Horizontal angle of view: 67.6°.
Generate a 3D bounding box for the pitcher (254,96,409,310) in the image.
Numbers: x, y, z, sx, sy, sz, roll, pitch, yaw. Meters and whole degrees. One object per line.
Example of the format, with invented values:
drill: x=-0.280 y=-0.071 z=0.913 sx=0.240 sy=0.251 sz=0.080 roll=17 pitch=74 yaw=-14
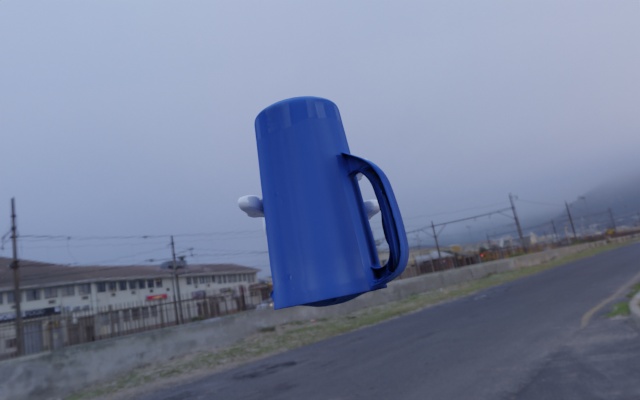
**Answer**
pitcher: x=0.000 y=0.002 z=0.572 sx=0.149 sy=0.242 sz=0.145 roll=-9 pitch=-11 yaw=-11
